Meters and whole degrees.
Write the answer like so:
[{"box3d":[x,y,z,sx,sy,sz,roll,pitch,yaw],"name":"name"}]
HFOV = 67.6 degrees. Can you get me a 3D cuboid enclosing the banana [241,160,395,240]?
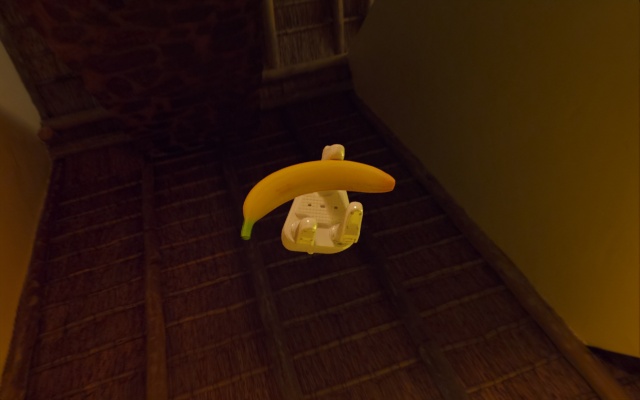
[{"box3d":[-0.010,-0.014,0.569,0.198,0.069,0.037,-19,-11,-14],"name":"banana"}]
